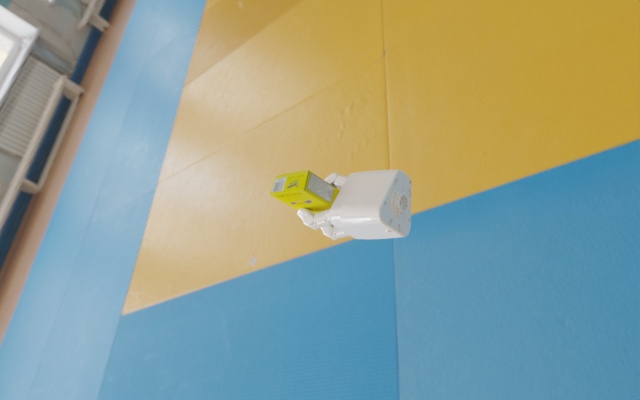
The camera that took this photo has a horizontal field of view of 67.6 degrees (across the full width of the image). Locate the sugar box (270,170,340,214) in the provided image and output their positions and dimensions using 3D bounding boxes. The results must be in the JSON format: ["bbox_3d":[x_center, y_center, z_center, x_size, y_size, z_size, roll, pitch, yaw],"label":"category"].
[{"bbox_3d":[0.000,0.003,0.898,0.093,0.048,0.176,-6,-29,44],"label":"sugar box"}]
